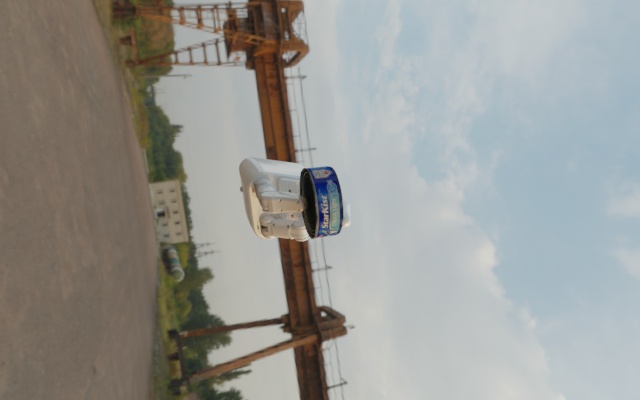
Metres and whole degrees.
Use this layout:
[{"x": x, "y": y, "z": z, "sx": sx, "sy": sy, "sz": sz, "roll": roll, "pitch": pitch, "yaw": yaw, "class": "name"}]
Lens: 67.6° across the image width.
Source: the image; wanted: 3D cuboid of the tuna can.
[{"x": 0.001, "y": 0.002, "z": 0.575, "sx": 0.034, "sy": 0.086, "sz": 0.086, "roll": -7, "pitch": 1, "yaw": -13, "class": "tuna can"}]
